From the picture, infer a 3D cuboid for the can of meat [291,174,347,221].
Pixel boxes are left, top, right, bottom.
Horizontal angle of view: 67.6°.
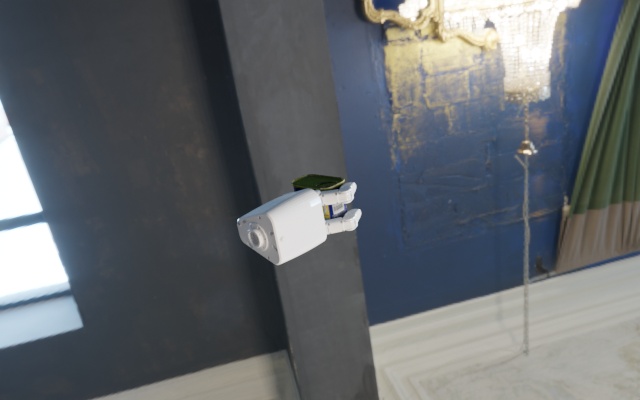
[{"bbox_3d":[0.000,0.003,0.871,0.102,0.084,0.057,10,27,42],"label":"can of meat"}]
